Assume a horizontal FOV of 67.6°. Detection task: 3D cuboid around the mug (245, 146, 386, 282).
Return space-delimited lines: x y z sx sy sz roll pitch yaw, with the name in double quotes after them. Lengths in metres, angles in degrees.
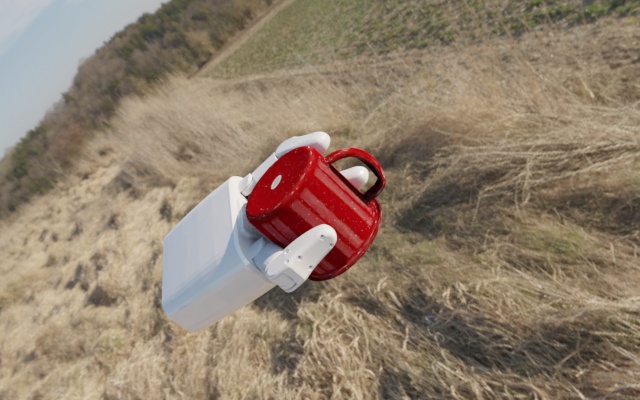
0.001 0.000 0.402 0.117 0.081 0.093 -37 28 20 "mug"
